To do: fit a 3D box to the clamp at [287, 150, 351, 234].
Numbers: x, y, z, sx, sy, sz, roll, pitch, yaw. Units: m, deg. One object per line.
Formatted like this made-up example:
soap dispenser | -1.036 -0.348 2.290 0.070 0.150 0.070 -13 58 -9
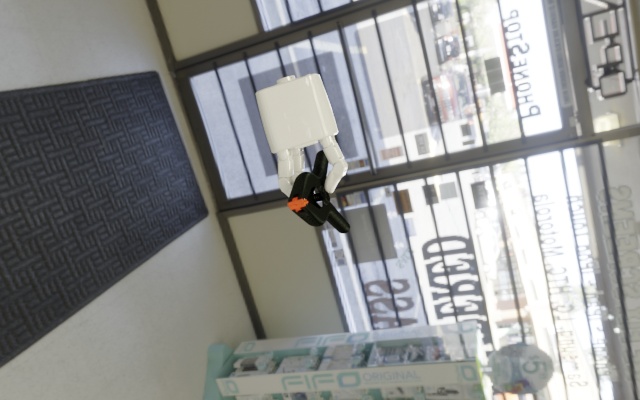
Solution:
clamp | 0.001 0.002 0.836 0.036 0.164 0.210 -17 8 21
